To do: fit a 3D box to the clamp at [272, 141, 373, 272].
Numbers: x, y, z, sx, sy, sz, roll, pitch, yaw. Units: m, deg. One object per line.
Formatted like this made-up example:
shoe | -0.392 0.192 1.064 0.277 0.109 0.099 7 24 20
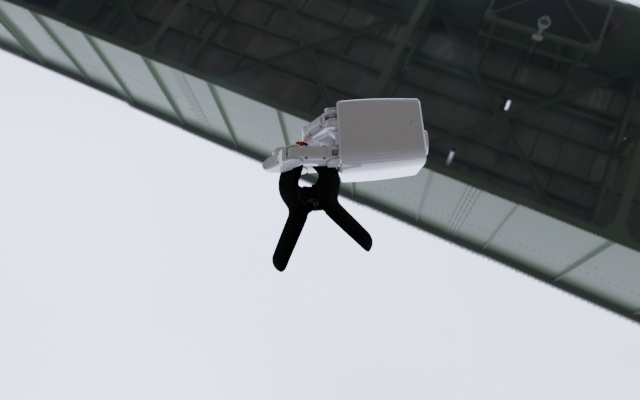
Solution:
clamp | 0.000 0.002 0.594 0.120 0.171 0.039 -3 -24 3
